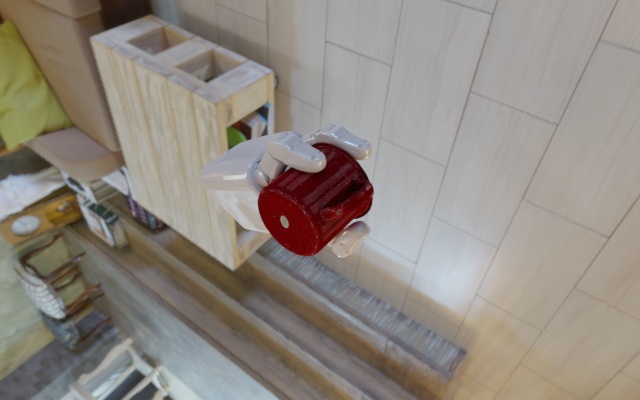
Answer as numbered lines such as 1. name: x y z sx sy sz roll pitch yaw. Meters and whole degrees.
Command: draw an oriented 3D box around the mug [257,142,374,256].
1. mug: 0.001 0.002 0.468 0.117 0.093 0.081 -1 32 47
